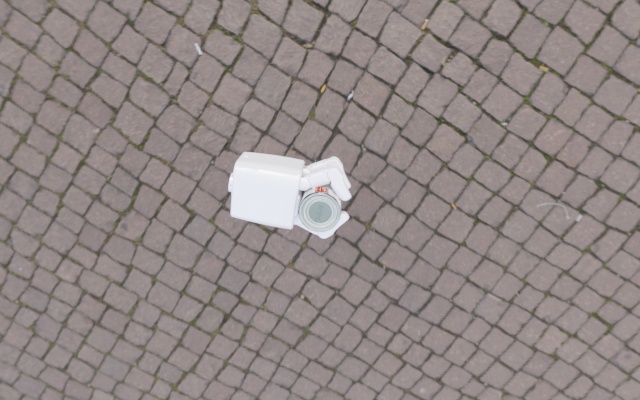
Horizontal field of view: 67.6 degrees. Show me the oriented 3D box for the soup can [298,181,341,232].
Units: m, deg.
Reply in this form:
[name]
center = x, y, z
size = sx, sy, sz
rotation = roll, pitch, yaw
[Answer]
[soup can]
center = 0.001, 0.003, 0.783
size = 0.068, 0.068, 0.102
rotation = 0, 19, 2
